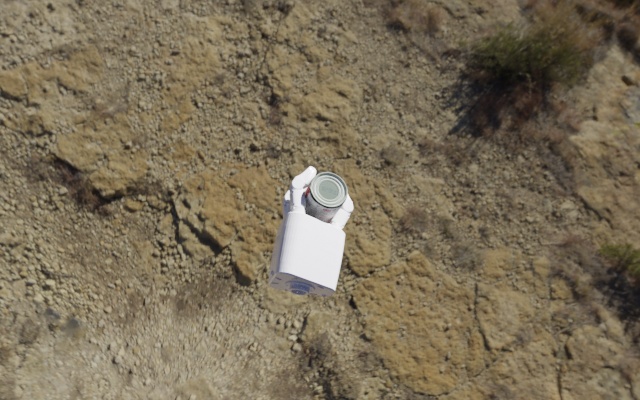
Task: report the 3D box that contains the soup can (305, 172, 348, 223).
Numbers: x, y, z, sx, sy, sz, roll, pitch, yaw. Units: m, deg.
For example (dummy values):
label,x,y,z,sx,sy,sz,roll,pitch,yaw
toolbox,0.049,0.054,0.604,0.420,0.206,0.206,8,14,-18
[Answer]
label,x,y,z,sx,sy,sz,roll,pitch,yaw
soup can,0.000,0.002,0.830,0.068,0.068,0.102,0,-25,-18
